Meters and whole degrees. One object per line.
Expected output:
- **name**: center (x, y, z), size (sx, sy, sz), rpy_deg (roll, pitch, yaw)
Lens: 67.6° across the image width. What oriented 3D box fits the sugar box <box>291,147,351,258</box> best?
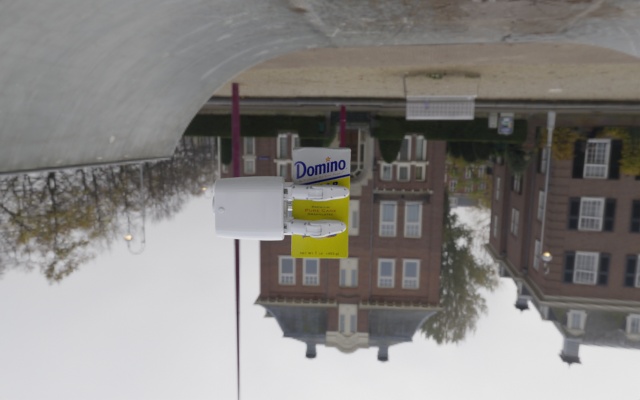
- **sugar box**: center (0.000, 0.003, 0.768), size (0.093, 0.176, 0.048), rpy_deg (0, 9, -2)
